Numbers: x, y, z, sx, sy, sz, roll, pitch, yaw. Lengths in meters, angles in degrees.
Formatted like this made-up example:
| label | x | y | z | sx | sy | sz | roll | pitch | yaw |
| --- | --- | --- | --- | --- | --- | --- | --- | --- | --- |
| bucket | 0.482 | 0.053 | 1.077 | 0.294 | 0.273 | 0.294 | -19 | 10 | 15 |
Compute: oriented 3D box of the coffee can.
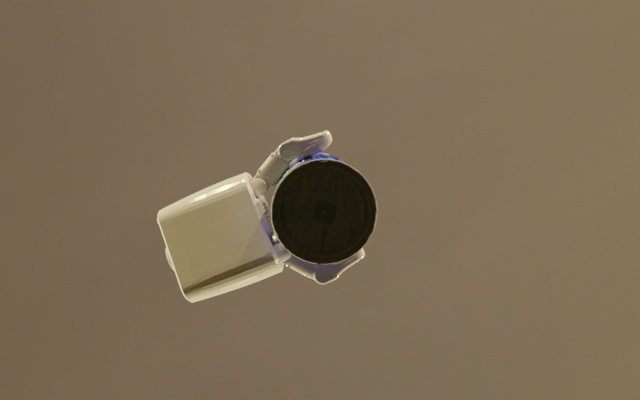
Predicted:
| label | x | y | z | sx | sy | sz | roll | pitch | yaw |
| --- | --- | --- | --- | --- | --- | --- | --- | --- | --- |
| coffee can | 0.000 | 0.002 | 0.523 | 0.103 | 0.103 | 0.140 | 0 | 8 | -3 |
